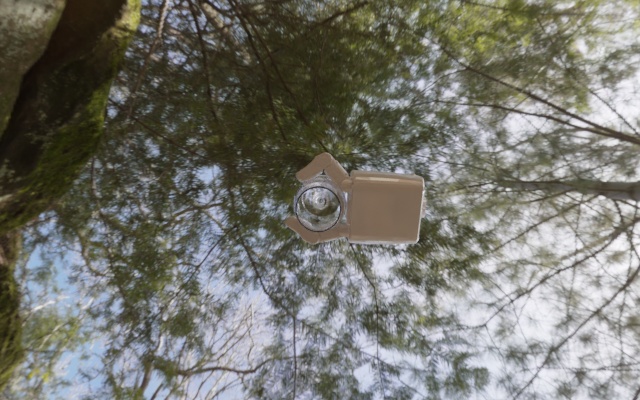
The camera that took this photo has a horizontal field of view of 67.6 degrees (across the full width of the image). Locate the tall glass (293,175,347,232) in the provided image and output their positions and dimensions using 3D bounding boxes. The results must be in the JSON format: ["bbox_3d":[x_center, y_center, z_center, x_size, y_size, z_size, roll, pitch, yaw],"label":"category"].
[{"bbox_3d":[0.000,0.002,0.733,0.079,0.079,0.201,0,6,2],"label":"tall glass"}]
